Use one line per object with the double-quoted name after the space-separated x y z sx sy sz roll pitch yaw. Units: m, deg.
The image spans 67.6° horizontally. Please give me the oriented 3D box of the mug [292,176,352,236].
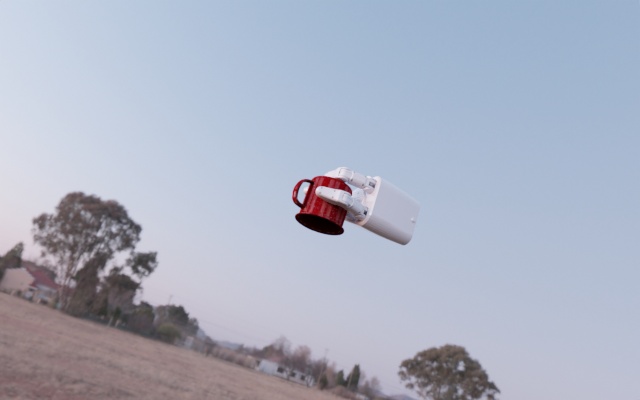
-0.001 0.002 0.861 0.117 0.081 0.093 29 -23 -25 "mug"
